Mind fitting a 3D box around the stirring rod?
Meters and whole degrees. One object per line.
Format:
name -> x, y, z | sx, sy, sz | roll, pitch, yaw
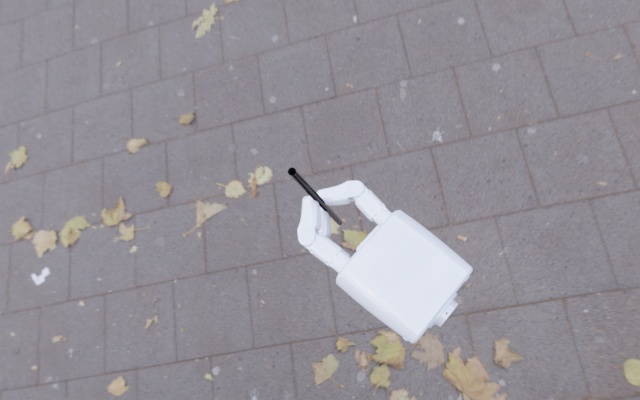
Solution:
stirring rod -> 0.000, 0.002, 0.567 | 0.011, 0.011, 0.239 | 0, -14, 14
